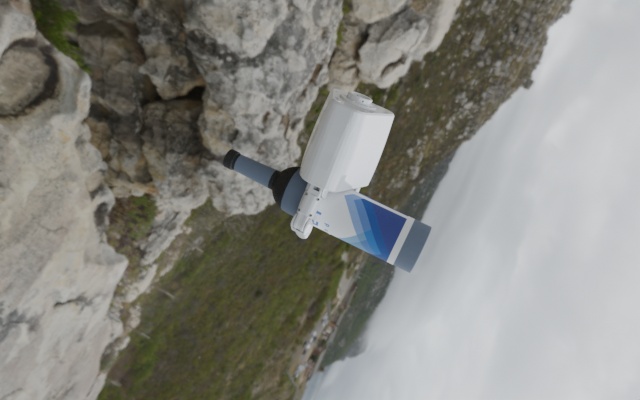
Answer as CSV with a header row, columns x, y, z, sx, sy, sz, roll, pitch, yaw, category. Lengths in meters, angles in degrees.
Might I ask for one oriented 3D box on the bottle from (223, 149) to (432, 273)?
x,y,z,sx,sy,sz,roll,pitch,yaw,category
0.000,0.002,0.647,0.295,0.069,0.069,26,5,10,bottle
